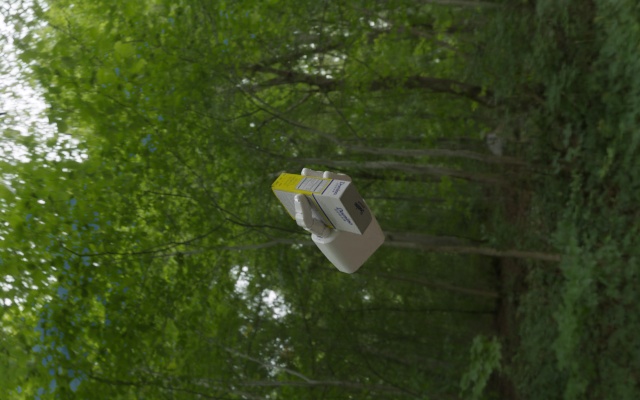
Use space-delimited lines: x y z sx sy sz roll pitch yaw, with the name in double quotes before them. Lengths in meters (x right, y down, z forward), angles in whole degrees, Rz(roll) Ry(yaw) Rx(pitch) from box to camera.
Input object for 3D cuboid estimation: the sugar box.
"sugar box" 0.000 0.002 0.842 0.176 0.048 0.093 8 -38 43
